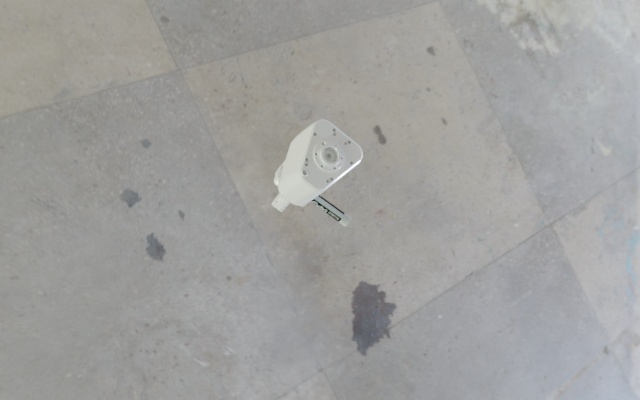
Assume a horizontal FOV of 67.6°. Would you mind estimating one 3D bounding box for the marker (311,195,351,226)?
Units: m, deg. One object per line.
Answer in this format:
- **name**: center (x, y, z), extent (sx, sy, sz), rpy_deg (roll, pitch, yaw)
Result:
- **marker**: center (0.000, 0.003, 0.815), extent (0.121, 0.020, 0.020), rpy_deg (36, -8, -11)
